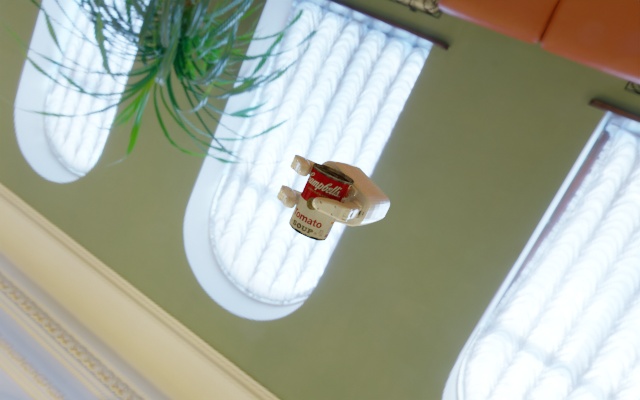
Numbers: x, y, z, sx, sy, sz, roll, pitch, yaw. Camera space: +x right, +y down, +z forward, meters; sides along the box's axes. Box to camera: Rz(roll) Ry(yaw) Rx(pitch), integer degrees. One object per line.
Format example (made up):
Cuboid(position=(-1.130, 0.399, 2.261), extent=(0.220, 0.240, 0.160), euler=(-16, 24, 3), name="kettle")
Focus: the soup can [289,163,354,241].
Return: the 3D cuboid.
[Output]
Cuboid(position=(0.000, 0.003, 0.736), extent=(0.068, 0.102, 0.068), euler=(23, 14, -6), name="soup can")
